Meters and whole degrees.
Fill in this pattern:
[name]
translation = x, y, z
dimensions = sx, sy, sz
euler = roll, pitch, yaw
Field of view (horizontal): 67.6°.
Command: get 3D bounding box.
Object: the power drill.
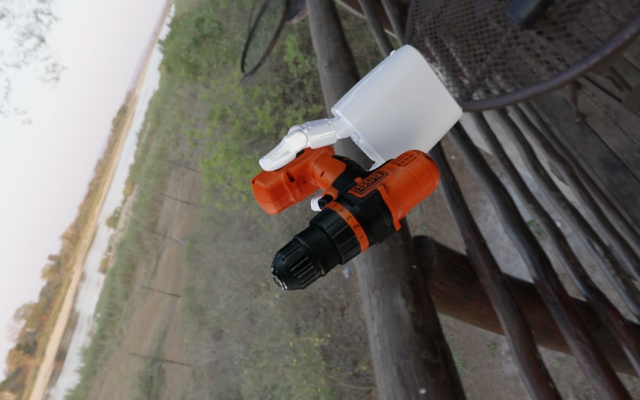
[power drill]
translation = 0.000, 0.001, 0.487
dimensions = 0.184, 0.057, 0.187
euler = -34, 30, -18
